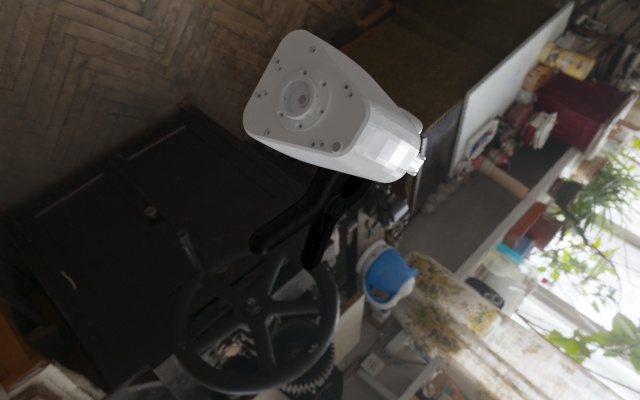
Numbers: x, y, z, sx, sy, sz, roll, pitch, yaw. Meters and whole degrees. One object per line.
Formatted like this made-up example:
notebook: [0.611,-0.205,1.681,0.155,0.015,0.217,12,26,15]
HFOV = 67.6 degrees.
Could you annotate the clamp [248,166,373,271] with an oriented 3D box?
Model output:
clamp: [0.001,0.002,0.495,0.039,0.171,0.120,37,12,27]
